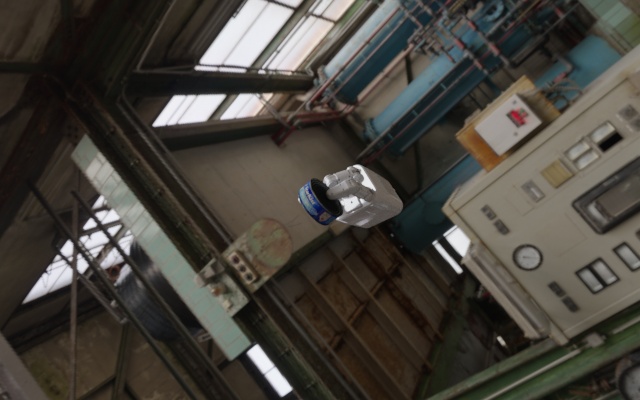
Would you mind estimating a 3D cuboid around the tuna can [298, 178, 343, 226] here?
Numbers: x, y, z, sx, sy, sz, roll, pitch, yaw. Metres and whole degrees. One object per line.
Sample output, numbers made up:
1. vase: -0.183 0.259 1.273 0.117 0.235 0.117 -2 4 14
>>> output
1. tuna can: 0.000 0.003 0.868 0.034 0.086 0.086 -40 -17 21
